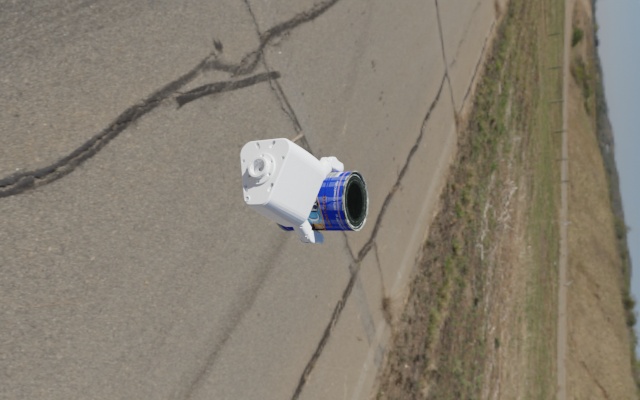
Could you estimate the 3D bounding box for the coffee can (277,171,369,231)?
[{"bbox_3d":[0.000,0.003,0.836,0.140,0.103,0.103,-2,-1,29],"label":"coffee can"}]
